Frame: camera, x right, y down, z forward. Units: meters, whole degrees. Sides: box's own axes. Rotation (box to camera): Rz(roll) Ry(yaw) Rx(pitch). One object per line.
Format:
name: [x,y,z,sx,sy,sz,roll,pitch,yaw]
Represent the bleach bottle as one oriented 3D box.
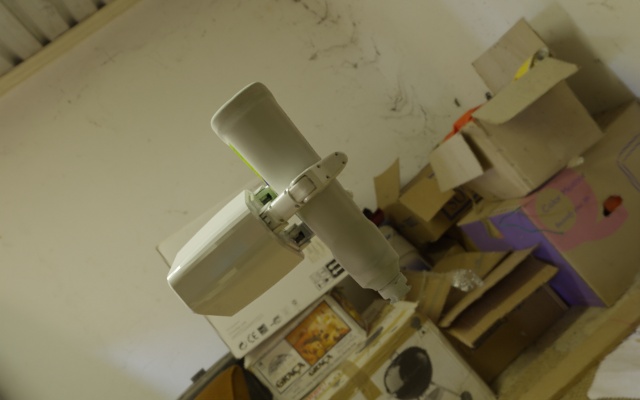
bleach bottle: [0.000,0.002,0.484,0.068,0.251,0.102,-41,-3,0]
